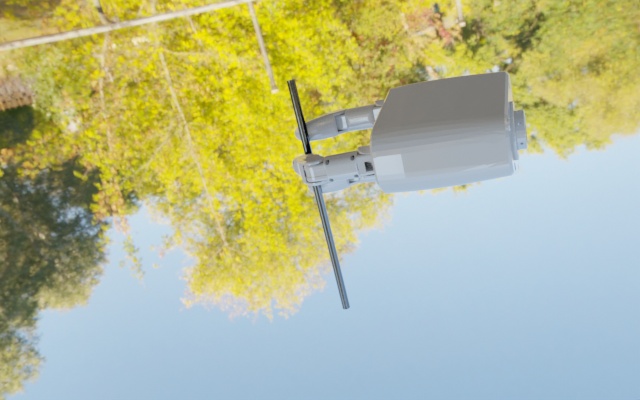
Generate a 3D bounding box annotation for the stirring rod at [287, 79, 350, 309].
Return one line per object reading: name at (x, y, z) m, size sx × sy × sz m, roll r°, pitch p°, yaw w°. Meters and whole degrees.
stirring rod at (0.000, 0.001, 0.472) m, size 0.011 × 0.239 × 0.011 m, roll -13°, pitch 17°, yaw 4°
